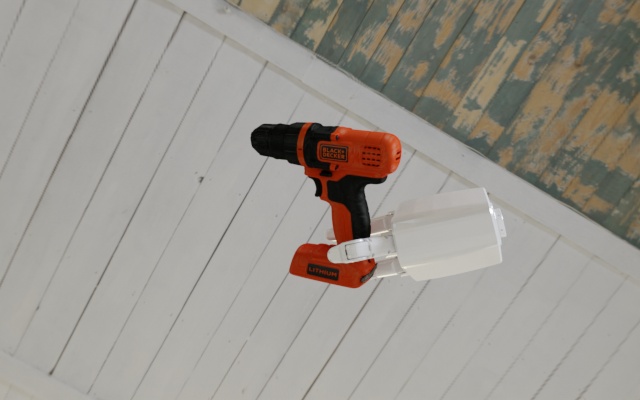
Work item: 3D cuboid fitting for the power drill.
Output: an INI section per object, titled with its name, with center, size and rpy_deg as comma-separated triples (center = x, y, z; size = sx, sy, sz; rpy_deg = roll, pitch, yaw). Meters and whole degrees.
[power drill]
center = 0.000, 0.002, 0.567
size = 0.184, 0.188, 0.057
rpy_deg = 10, 23, 25
